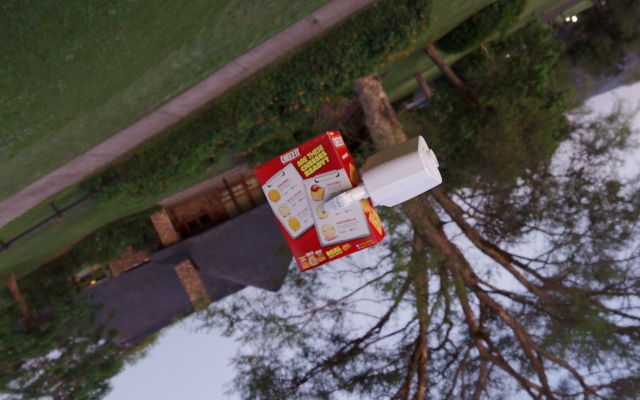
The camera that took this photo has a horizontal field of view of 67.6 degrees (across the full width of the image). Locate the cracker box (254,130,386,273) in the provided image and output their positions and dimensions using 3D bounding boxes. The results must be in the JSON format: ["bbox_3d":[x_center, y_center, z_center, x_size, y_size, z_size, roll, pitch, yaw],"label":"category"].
[{"bbox_3d":[0.000,0.003,0.874,0.164,0.213,0.072,-24,1,23],"label":"cracker box"}]
